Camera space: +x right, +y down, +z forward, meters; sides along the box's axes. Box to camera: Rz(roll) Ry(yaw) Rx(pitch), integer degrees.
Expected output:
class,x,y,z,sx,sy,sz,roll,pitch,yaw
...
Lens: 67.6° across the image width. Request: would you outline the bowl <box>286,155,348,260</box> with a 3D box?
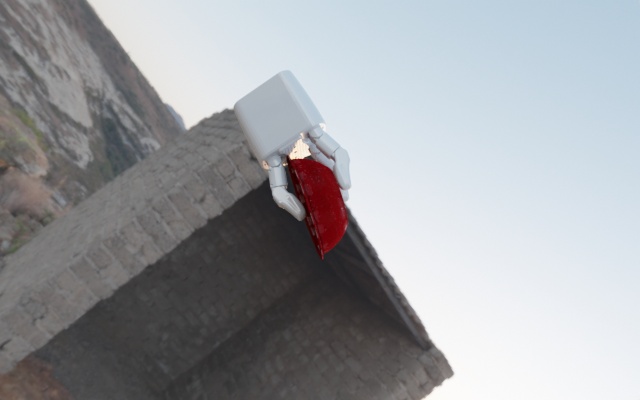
class,x,y,z,sx,sy,sz,roll,pitch,yaw
bowl,0.001,0.003,0.702,0.055,0.162,0.162,-18,2,-6
